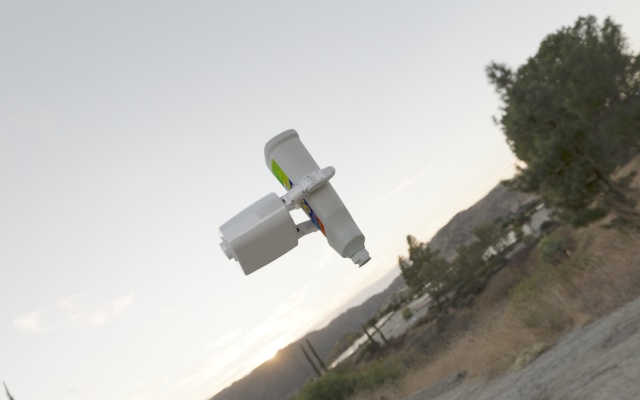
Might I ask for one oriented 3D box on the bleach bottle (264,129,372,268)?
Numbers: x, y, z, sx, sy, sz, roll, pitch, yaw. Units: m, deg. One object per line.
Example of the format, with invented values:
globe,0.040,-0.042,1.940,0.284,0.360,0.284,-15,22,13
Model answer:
bleach bottle,0.000,0.003,0.800,0.068,0.250,0.103,-32,-19,-16
